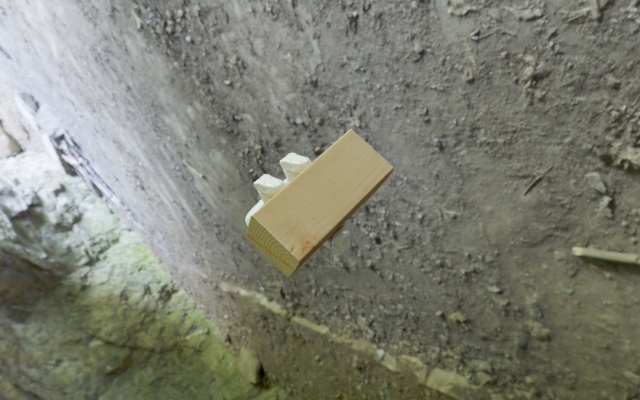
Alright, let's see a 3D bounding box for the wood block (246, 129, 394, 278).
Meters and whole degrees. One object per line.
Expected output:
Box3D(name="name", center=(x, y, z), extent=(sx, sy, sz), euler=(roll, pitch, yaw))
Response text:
Box3D(name="wood block", center=(0.000, 0.003, 0.696), extent=(0.206, 0.091, 0.090), euler=(-43, -7, -25))
